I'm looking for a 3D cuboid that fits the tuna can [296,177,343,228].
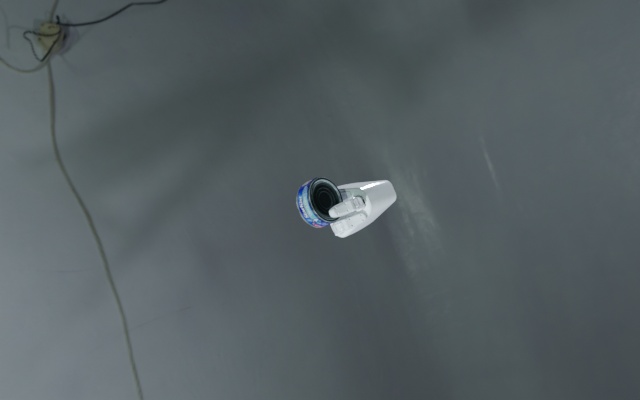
[{"bbox_3d":[0.000,0.003,0.839,0.086,0.086,0.034,0,-16,-44],"label":"tuna can"}]
